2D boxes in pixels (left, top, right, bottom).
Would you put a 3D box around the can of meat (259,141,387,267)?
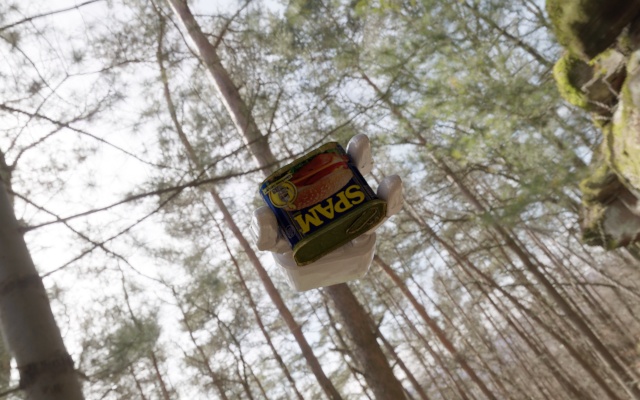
[{"bbox_3d":[0.000,0.001,0.471,0.102,0.084,0.057,-29,-25,-8],"label":"can of meat"}]
